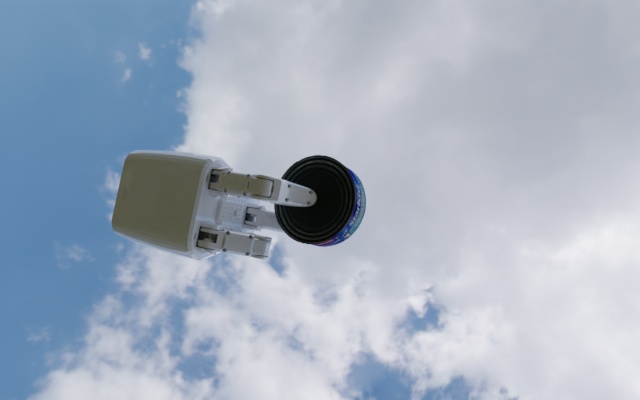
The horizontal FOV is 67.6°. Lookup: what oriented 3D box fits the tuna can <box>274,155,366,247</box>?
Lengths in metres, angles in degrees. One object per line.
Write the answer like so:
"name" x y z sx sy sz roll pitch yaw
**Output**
"tuna can" 0.000 0.002 0.463 0.086 0.086 0.034 0 -11 26
